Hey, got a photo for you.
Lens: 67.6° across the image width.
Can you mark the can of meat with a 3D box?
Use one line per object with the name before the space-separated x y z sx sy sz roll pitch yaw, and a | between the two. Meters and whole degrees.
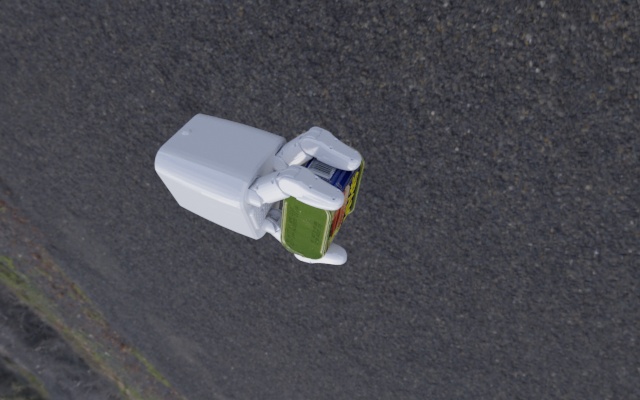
can of meat | 0.000 0.002 0.503 0.057 0.102 0.084 22 49 12
